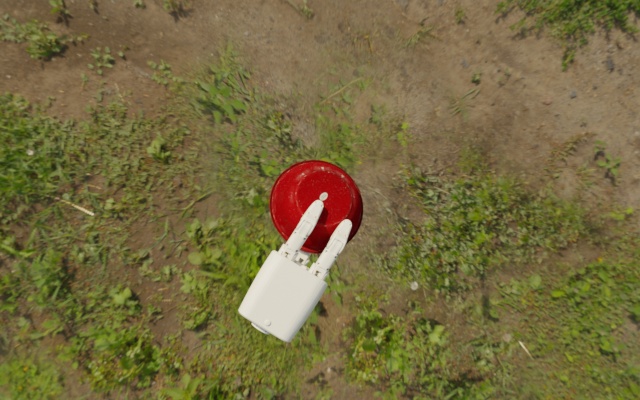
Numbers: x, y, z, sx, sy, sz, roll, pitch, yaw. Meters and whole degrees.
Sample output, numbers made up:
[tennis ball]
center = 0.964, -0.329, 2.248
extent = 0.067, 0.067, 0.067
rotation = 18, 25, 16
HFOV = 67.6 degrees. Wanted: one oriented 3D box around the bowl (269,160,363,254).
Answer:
[bowl]
center = 0.001, 0.001, 0.776
extent = 0.162, 0.162, 0.055
rotation = 0, -14, -13
